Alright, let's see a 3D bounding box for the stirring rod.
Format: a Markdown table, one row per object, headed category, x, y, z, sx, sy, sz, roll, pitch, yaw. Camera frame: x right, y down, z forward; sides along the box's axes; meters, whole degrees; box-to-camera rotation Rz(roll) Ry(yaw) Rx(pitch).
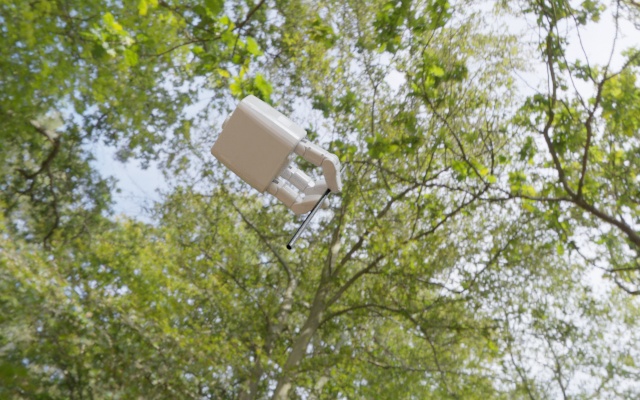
| category | x | y | z | sx | sy | sz | roll | pitch | yaw |
| --- | --- | --- | --- | --- | --- | --- | --- | --- | --- |
| stirring rod | 0.000 | 0.002 | 0.704 | 0.011 | 0.011 | 0.239 | 0 | 28 | 22 |
